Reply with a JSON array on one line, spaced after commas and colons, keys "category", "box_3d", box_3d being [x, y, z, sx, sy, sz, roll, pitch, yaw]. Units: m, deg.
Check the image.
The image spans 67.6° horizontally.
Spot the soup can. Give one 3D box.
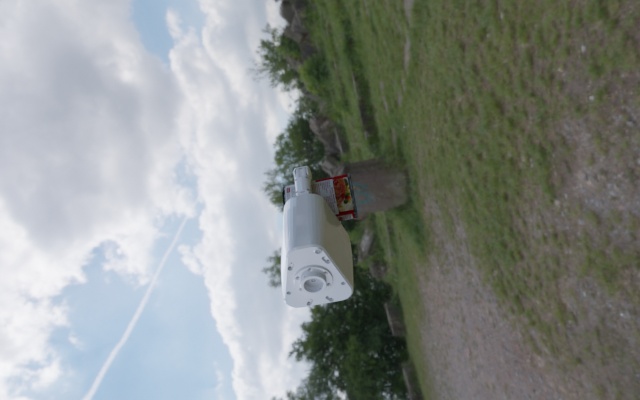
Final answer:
[{"category": "soup can", "box_3d": [0.000, 0.002, 0.711, 0.102, 0.068, 0.068, -11, -1, 5]}]
